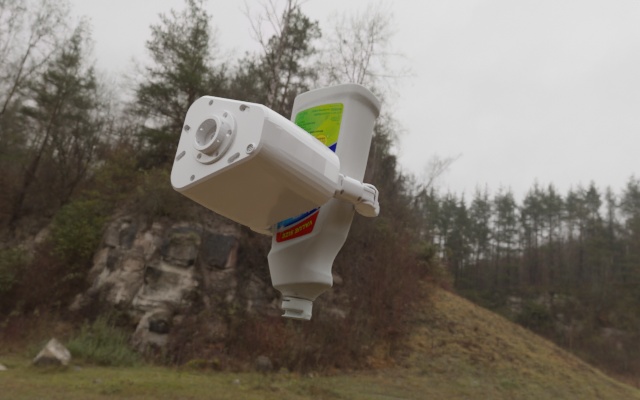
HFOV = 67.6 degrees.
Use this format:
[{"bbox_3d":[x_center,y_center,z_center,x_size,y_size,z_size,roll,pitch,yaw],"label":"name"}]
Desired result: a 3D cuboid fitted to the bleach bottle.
[{"bbox_3d":[0.000,0.002,0.519,0.102,0.250,0.068,-3,-21,34],"label":"bleach bottle"}]
